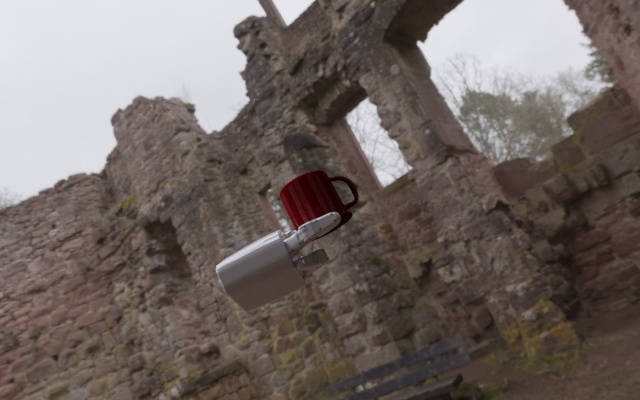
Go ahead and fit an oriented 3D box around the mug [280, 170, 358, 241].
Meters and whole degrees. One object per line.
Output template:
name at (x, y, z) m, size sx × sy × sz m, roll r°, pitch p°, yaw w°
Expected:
mug at (0.001, 0.002, 0.726) m, size 0.117 × 0.081 × 0.093 m, roll -27°, pitch -16°, yaw -3°
